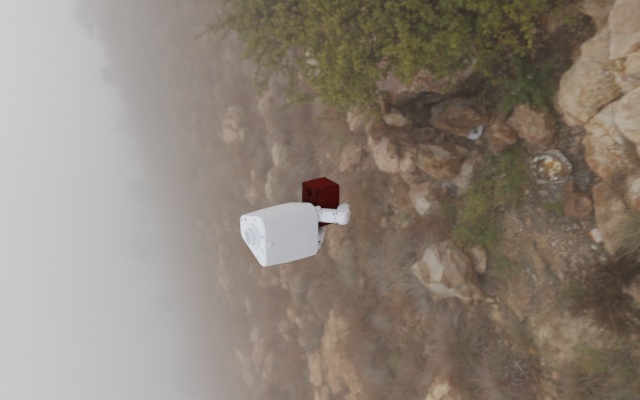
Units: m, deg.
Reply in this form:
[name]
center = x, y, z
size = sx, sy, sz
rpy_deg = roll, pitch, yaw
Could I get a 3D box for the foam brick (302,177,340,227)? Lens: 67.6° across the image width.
[foam brick]
center = 0.000, 0.003, 0.893
size = 0.051, 0.078, 0.053
rpy_deg = -12, 23, -30
